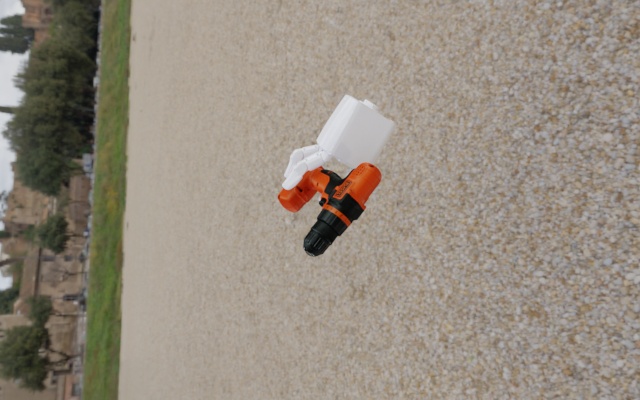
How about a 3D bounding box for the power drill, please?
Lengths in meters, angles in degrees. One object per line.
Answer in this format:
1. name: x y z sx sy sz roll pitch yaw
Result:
1. power drill: 0.000 0.002 0.841 0.057 0.184 0.187 48 -15 -33
